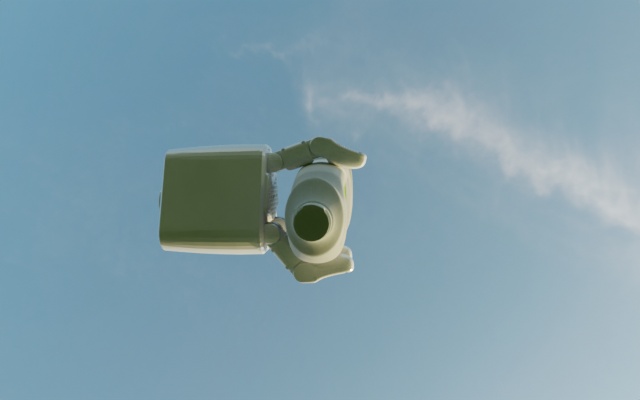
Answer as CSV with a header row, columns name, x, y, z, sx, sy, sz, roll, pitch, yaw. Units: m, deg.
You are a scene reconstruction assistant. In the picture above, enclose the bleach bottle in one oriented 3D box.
name,x,y,z,sx,sy,sz,roll,pitch,yaw
bleach bottle,0.000,0.002,0.488,0.068,0.102,0.251,-1,3,3
